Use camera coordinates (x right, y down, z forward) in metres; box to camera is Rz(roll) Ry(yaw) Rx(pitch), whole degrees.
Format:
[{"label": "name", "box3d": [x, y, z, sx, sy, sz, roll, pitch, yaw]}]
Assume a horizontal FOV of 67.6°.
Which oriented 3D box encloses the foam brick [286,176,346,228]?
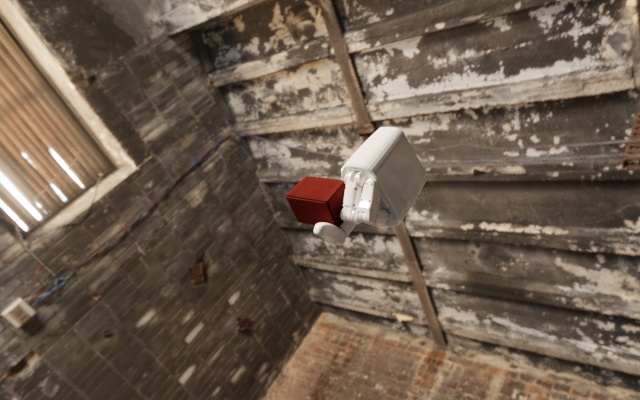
[{"label": "foam brick", "box3d": [0.000, 0.002, 0.701, 0.078, 0.053, 0.051, 9, 45, 37]}]
